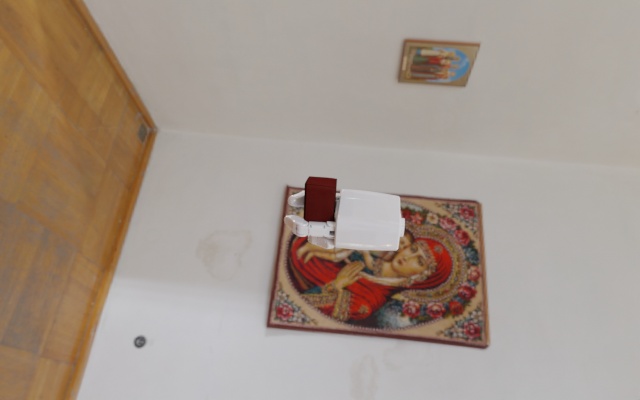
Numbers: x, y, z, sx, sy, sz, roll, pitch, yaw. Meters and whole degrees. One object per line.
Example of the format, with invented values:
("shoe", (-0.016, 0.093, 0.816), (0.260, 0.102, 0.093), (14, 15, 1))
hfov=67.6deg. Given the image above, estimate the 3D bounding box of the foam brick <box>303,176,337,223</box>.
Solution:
("foam brick", (0.000, 0.002, 0.815), (0.051, 0.078, 0.053), (5, 20, 5))
